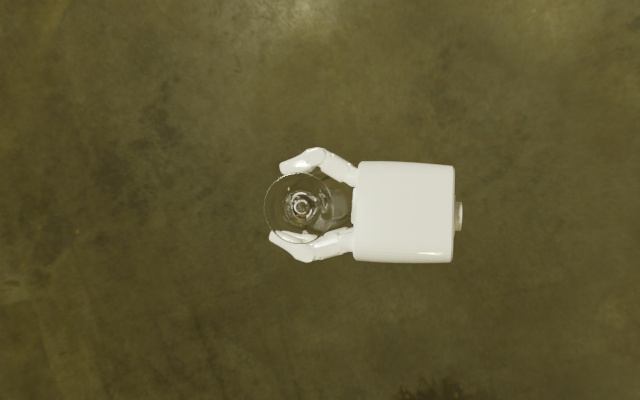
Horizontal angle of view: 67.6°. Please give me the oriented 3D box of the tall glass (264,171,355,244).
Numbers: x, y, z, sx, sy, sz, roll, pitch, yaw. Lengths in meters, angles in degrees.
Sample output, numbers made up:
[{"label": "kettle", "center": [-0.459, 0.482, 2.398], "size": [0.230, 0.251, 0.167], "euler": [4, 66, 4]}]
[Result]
[{"label": "tall glass", "center": [0.000, 0.002, 0.584], "size": [0.079, 0.079, 0.201], "euler": [0, 4, 13]}]
